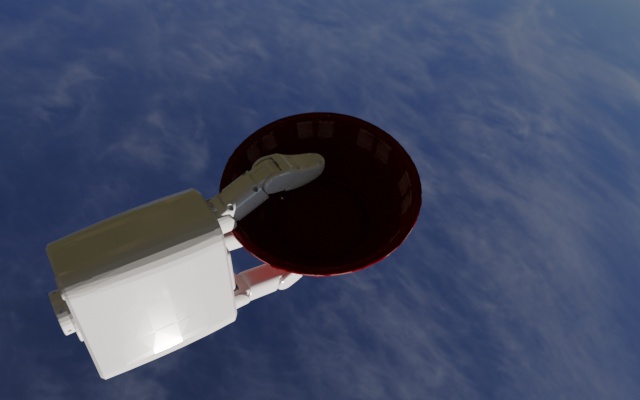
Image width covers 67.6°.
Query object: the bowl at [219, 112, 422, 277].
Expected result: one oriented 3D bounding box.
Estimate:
[{"bbox_3d":[0.001,0.001,0.403,0.162,0.162,0.055,0,-35,0],"label":"bowl"}]
